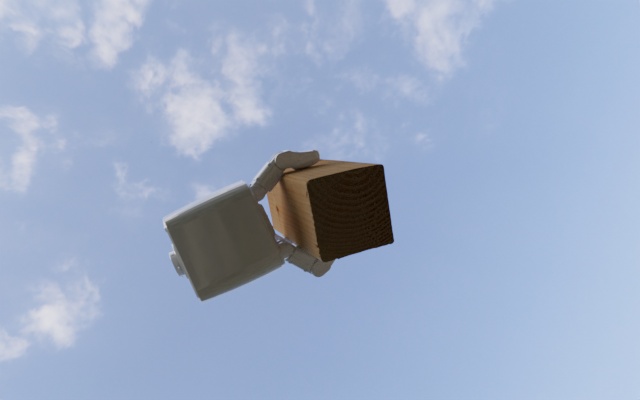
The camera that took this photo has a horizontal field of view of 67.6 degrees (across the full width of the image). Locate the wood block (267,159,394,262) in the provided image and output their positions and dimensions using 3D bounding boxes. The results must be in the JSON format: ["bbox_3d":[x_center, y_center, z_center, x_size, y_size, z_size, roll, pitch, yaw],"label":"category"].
[{"bbox_3d":[0.000,0.002,0.596,0.090,0.091,0.206,-13,11,-18],"label":"wood block"}]
